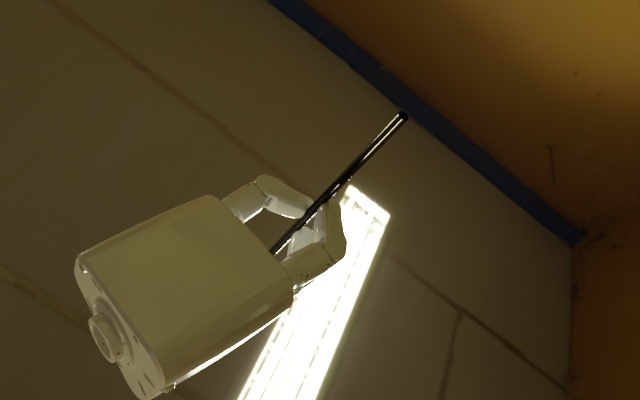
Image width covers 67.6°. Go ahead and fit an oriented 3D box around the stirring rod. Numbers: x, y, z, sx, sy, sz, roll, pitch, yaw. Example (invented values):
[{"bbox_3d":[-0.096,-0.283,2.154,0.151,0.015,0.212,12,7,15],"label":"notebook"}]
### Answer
[{"bbox_3d":[0.000,0.001,0.404,0.011,0.011,0.240,0,-28,-31],"label":"stirring rod"}]
